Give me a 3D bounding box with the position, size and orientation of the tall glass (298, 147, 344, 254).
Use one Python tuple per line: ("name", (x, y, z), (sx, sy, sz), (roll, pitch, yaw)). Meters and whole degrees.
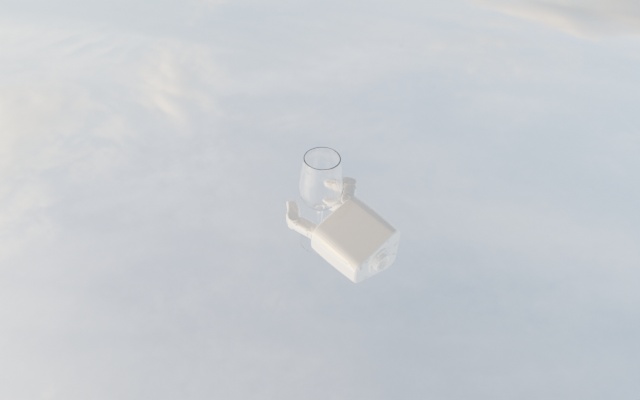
("tall glass", (0.000, 0.003, 0.849), (0.079, 0.201, 0.079), (1, 43, -1))
